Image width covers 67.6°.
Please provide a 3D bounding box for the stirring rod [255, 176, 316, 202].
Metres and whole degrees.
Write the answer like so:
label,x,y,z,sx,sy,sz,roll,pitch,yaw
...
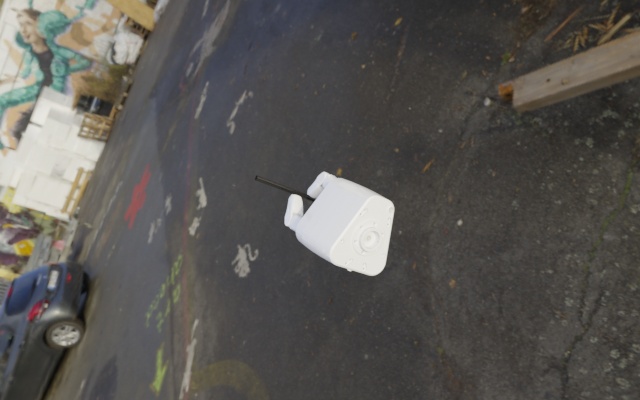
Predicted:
label,x,y,z,sx,sy,sz,roll,pitch,yaw
stirring rod,0.000,0.003,0.785,0.239,0.011,0.011,21,-11,-29
